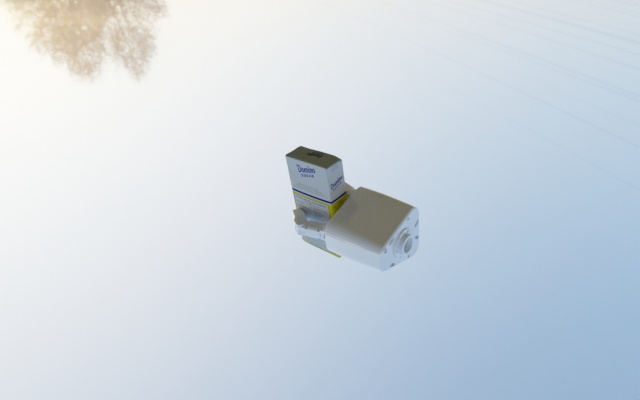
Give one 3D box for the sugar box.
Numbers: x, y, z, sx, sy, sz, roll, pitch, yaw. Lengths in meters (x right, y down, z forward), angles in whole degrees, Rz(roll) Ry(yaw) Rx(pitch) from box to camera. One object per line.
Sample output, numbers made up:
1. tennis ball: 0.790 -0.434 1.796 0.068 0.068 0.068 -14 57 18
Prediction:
1. sugar box: 0.001 0.002 0.793 0.093 0.176 0.048 22 42 37
